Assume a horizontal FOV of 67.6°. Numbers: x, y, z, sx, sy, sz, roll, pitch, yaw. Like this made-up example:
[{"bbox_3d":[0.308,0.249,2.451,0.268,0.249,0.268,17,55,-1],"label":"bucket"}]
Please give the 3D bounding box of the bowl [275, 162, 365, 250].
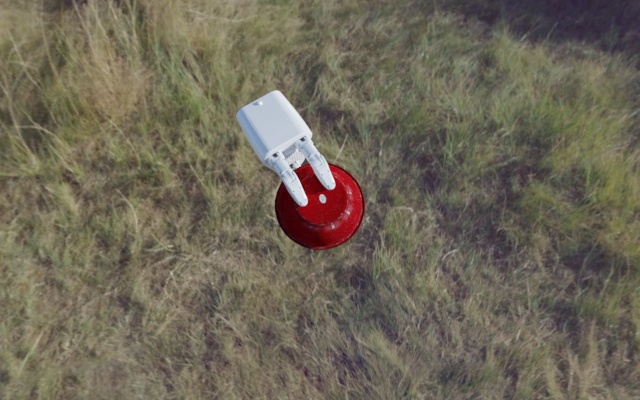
[{"bbox_3d":[0.001,0.004,0.826,0.162,0.162,0.055,0,-13,-2],"label":"bowl"}]
